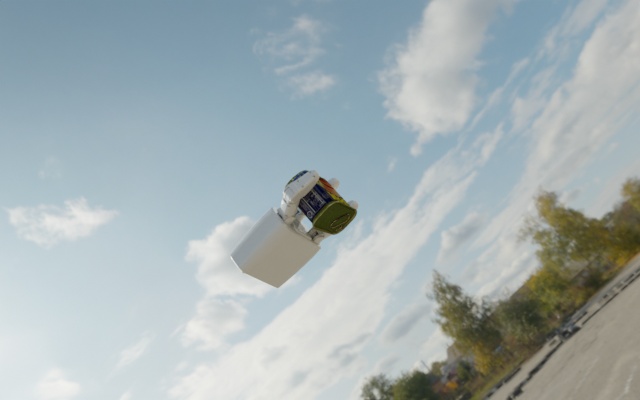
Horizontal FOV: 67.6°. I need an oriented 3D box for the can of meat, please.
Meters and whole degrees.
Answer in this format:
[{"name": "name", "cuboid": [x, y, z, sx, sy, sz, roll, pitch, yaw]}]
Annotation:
[{"name": "can of meat", "cuboid": [0.000, 0.002, 0.768, 0.084, 0.057, 0.102, 48, 12, 27]}]
